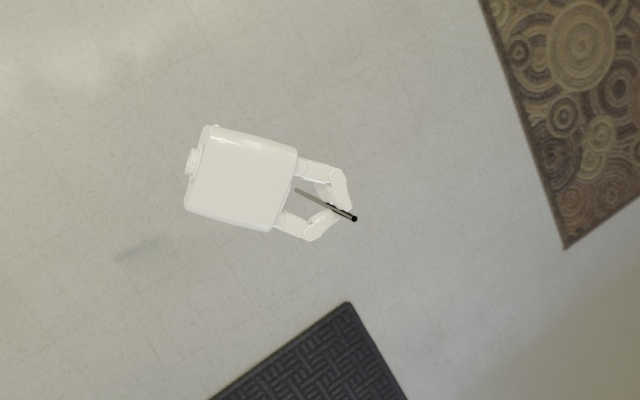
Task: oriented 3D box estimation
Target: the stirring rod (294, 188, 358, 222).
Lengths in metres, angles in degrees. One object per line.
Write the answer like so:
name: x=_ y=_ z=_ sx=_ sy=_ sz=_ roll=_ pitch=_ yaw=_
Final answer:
stirring rod: x=0.000 y=0.002 z=0.672 sx=0.011 sy=0.011 sz=0.239 roll=0 pitch=9 yaw=-20
